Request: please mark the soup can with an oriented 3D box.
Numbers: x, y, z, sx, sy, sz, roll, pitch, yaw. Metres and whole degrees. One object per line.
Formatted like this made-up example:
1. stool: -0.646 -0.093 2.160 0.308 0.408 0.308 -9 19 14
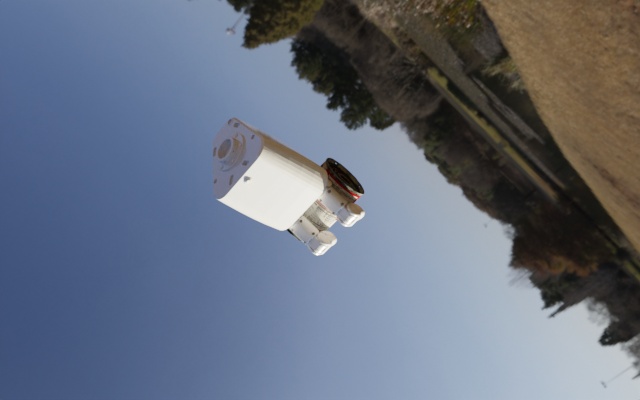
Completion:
1. soup can: 0.000 0.002 0.644 0.102 0.068 0.068 -46 -17 17
